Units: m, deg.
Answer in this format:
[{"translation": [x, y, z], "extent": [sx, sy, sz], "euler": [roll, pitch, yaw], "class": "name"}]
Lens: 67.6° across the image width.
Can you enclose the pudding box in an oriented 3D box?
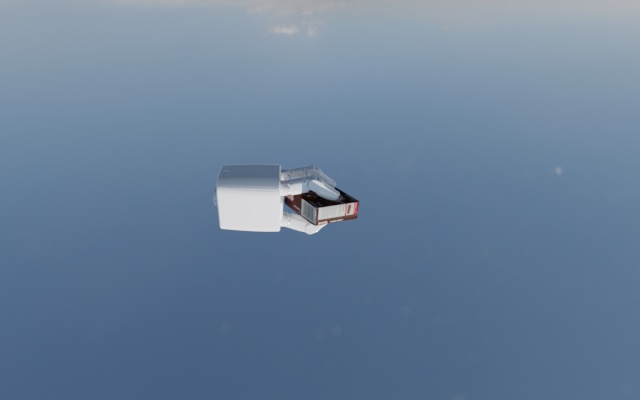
[{"translation": [0.000, 0.003, 0.844], "extent": [0.090, 0.039, 0.113], "euler": [-9, 27, -31], "class": "pudding box"}]
